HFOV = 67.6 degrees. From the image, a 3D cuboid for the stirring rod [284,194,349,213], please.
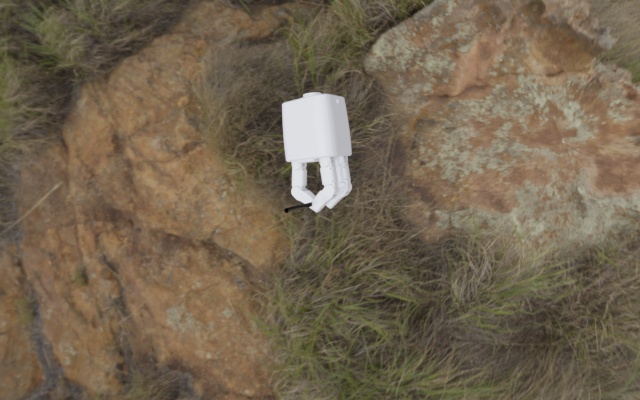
[{"bbox_3d":[0.000,0.003,0.862,0.011,0.011,0.239,0,6,27],"label":"stirring rod"}]
